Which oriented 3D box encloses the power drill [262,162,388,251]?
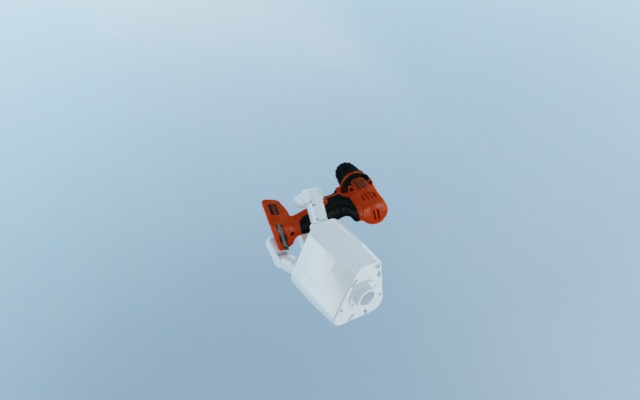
[{"bbox_3d":[0.000,0.003,0.796,0.187,0.057,0.184,-21,28,-5],"label":"power drill"}]
